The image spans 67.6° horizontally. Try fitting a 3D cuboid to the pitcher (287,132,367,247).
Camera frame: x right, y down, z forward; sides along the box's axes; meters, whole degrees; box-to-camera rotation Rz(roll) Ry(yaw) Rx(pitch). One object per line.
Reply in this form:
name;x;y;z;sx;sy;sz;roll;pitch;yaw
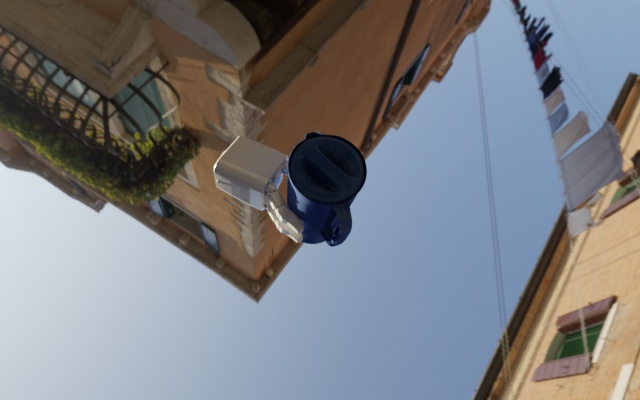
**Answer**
pitcher;0.000;0.003;0.889;0.145;0.149;0.243;25;-26;4
